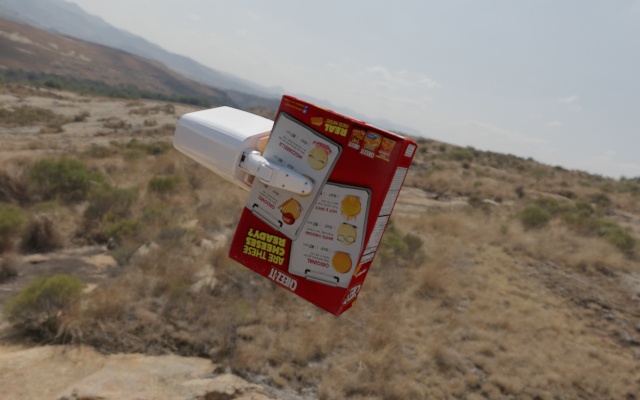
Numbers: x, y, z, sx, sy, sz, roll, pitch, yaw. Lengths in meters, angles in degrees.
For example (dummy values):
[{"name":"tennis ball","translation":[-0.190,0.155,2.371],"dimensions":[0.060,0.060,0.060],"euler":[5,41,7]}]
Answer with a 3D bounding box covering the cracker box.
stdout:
[{"name":"cracker box","translation":[0.000,0.002,0.576],"dimensions":[0.164,0.214,0.072],"euler":[24,11,23]}]
